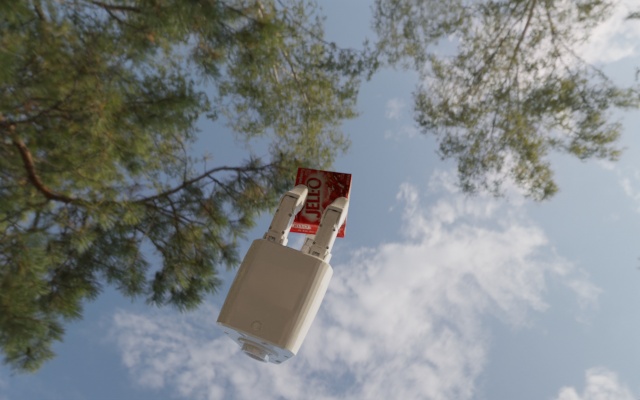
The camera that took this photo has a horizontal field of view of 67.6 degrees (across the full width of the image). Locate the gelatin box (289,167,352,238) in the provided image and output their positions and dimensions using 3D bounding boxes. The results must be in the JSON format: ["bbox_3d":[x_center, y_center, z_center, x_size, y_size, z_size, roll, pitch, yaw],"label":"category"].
[{"bbox_3d":[0.000,0.002,0.621,0.073,0.089,0.030,7,-34,4],"label":"gelatin box"}]
